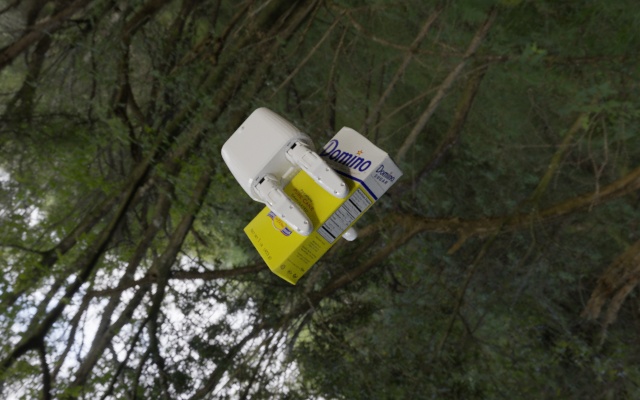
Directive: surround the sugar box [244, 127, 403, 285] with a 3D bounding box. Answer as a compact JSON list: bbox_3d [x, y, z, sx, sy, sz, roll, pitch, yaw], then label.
[{"bbox_3d":[0.000,0.002,0.546,0.048,0.176,0.093,41,2,-41],"label":"sugar box"}]
